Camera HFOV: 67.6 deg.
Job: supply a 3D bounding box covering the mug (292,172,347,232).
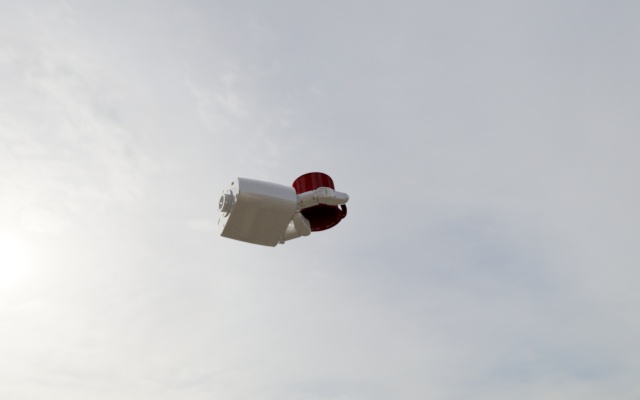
[{"bbox_3d":[0.001,0.003,0.897,0.117,0.081,0.093,12,-39,-29],"label":"mug"}]
